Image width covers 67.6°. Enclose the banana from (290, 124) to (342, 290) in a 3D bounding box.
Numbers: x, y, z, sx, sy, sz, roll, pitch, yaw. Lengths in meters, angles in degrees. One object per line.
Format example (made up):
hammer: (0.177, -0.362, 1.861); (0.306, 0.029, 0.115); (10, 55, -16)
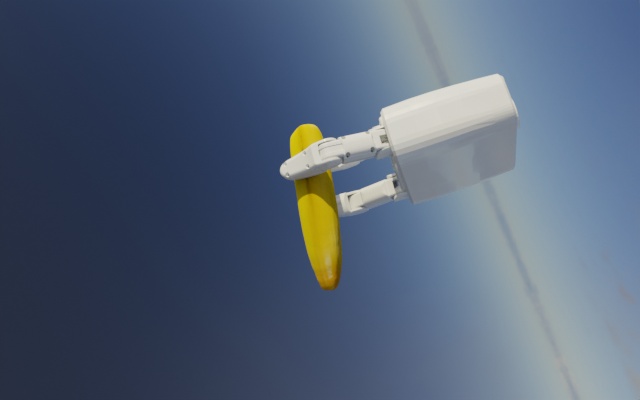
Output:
banana: (-0.004, -0.012, 0.469); (0.037, 0.197, 0.070); (-13, -38, 5)
